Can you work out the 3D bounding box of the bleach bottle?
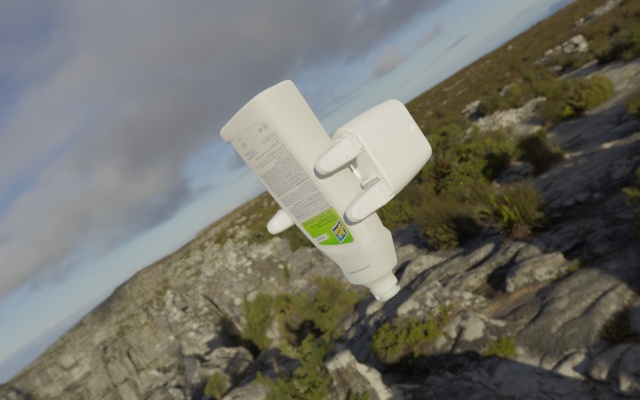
[{"bbox_3d":[0.000,0.002,0.518,0.068,0.251,0.102,-39,7,-40],"label":"bleach bottle"}]
